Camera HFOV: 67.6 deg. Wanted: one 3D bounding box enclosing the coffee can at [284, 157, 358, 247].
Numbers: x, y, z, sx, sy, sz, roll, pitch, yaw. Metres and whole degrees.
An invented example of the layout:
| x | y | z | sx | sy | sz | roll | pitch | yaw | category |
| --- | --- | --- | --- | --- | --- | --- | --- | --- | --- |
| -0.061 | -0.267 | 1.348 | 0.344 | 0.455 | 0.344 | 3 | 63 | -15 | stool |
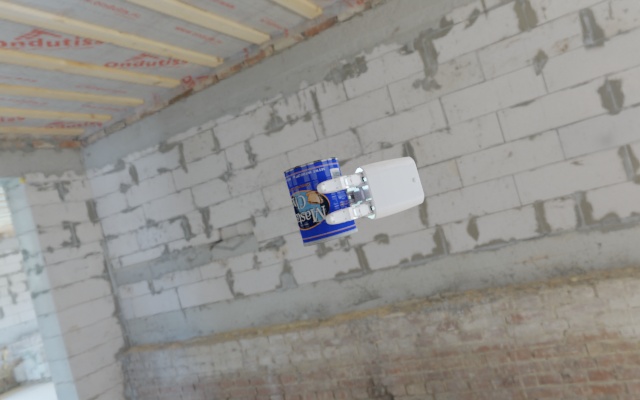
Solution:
| x | y | z | sx | sy | sz | roll | pitch | yaw | category |
| --- | --- | --- | --- | --- | --- | --- | --- | --- | --- |
| 0.000 | 0.003 | 0.870 | 0.103 | 0.140 | 0.103 | -16 | -2 | 0 | coffee can |
